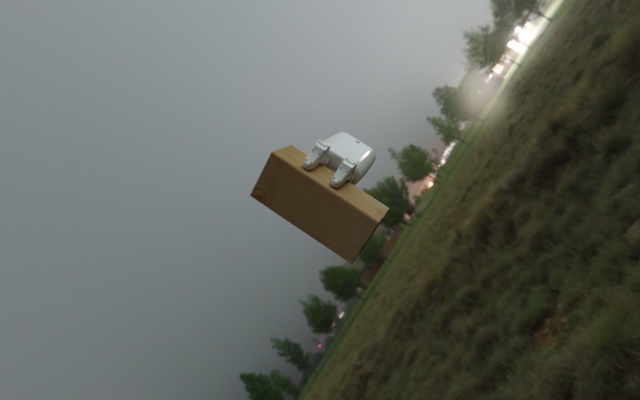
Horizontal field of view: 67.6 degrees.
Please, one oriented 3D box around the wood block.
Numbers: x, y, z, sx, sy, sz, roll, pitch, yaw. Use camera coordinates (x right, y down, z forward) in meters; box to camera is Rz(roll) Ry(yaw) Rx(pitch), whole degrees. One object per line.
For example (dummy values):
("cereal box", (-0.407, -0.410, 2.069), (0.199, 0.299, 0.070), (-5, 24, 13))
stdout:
("wood block", (0.000, 0.003, 0.809), (0.206, 0.091, 0.090), (33, 23, 8))
